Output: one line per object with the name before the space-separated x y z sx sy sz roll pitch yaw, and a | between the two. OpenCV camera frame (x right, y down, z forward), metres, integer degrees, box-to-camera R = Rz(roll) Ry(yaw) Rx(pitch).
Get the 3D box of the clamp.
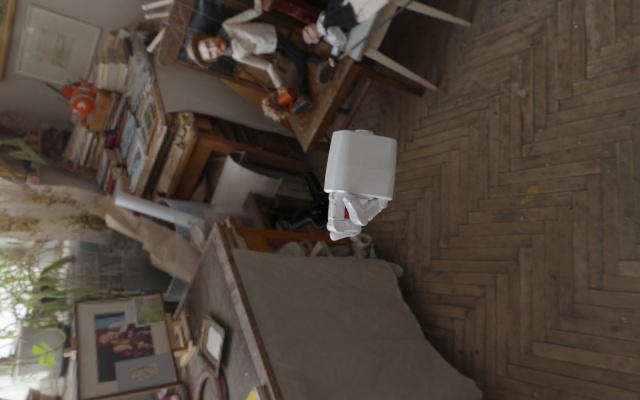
clamp | 0.000 0.003 0.896 0.039 0.120 0.171 10 -4 -35
